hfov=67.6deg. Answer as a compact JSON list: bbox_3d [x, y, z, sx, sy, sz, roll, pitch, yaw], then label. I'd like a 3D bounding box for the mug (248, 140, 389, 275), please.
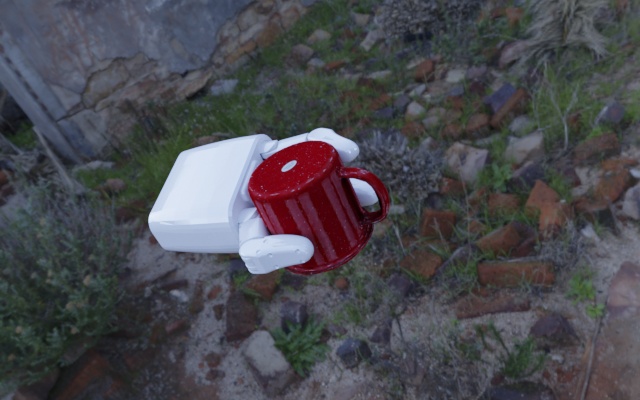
[{"bbox_3d":[0.001,0.001,0.405,0.117,0.081,0.093,-6,37,27],"label":"mug"}]
